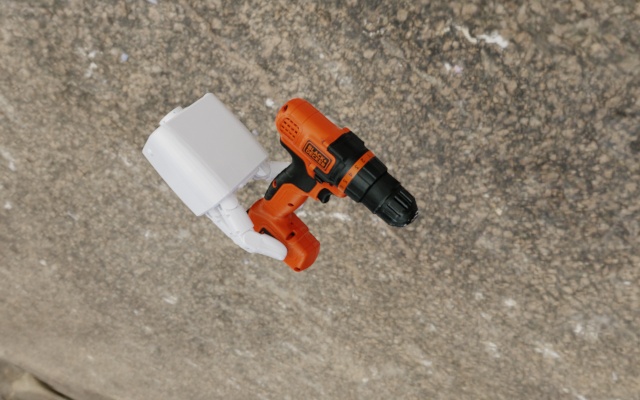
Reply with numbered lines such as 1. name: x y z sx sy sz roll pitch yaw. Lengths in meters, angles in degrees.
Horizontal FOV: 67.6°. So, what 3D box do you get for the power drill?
1. power drill: 0.000 0.002 0.552 0.057 0.184 0.188 -36 -14 -48
